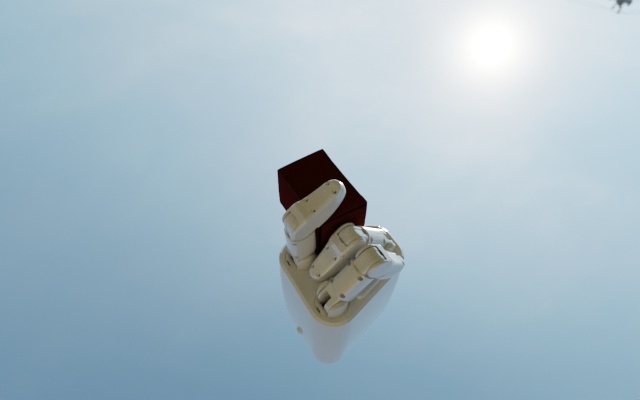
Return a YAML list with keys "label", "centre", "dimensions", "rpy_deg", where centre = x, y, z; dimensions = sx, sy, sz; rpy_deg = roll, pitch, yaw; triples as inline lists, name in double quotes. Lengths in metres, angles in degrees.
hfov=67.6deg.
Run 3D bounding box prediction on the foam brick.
- label: "foam brick"
  centre: [0.000, 0.001, 0.450]
  dimensions: [0.053, 0.078, 0.051]
  rpy_deg: [-25, -33, -19]
